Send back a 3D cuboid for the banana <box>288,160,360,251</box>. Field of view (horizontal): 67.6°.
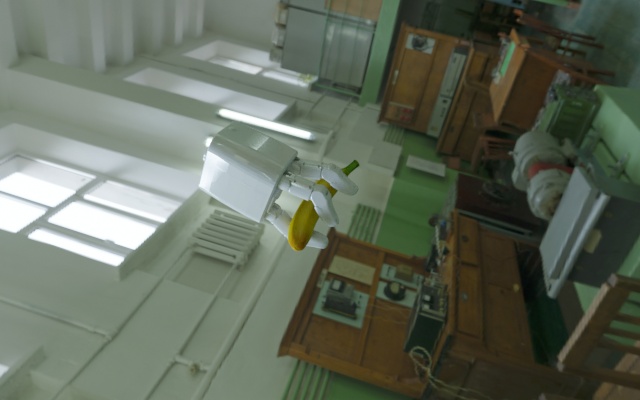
[{"bbox_3d":[-0.008,0.008,0.707,0.037,0.197,0.070,39,-40,-8],"label":"banana"}]
